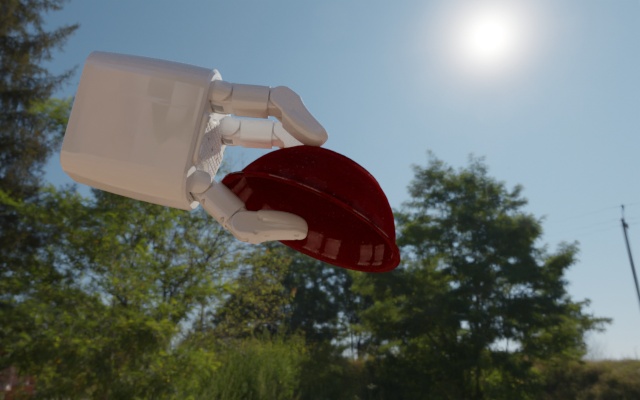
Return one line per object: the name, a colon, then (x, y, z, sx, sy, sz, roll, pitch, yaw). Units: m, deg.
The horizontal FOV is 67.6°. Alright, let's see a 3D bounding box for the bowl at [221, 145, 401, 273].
bowl: (0.001, 0.002, 0.408, 0.162, 0.055, 0.162, 22, -22, 9)
